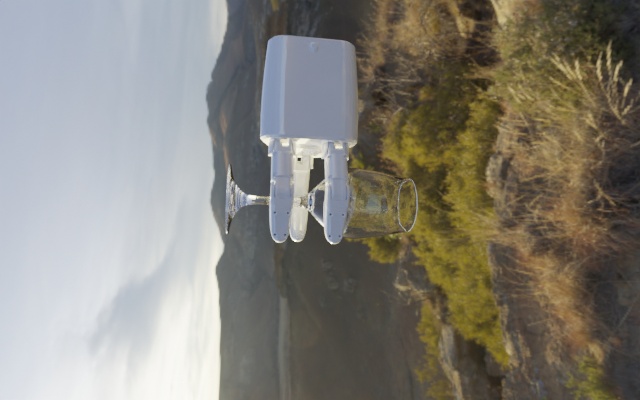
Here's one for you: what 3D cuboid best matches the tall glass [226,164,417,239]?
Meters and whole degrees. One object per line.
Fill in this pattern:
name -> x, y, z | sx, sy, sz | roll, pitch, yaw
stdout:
tall glass -> -0.001, 0.002, 0.522 | 0.201, 0.079, 0.079 | 2, 0, -9
